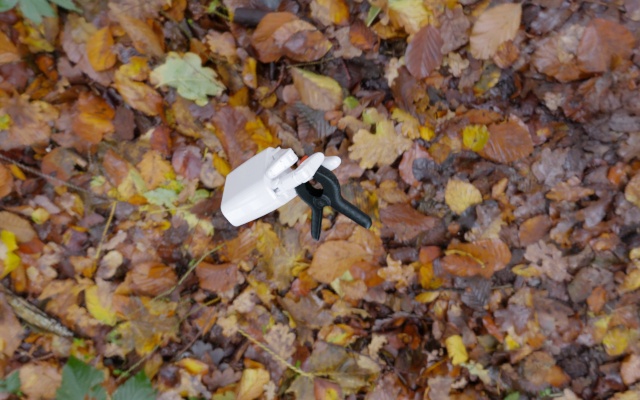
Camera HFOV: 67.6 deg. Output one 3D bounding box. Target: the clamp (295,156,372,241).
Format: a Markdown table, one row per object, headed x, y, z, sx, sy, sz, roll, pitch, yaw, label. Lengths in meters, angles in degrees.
| x | y | z | sx | sy | sz | roll | pitch | yaw | label |
| --- | --- | --- | --- | --- | --- | --- | --- | --- | --- |
| 0.000 | 0.003 | 0.841 | 0.120 | 0.171 | 0.039 | -27 | 22 | 25 | clamp |
